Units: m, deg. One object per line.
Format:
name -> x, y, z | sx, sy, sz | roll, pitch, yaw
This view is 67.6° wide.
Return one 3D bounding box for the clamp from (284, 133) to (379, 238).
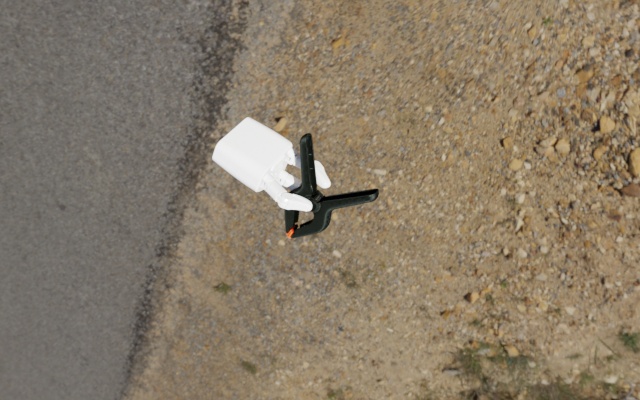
clamp -> -0.001, 0.003, 0.860 | 0.164, 0.210, 0.036 | 35, 37, 9
